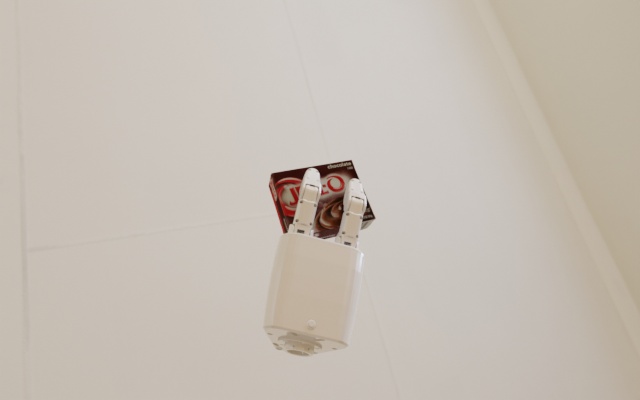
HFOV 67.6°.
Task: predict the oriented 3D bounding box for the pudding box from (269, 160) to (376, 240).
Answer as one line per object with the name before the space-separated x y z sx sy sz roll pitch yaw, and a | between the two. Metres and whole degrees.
pudding box | 0.000 0.002 0.599 0.113 0.090 0.039 -10 -25 -21
